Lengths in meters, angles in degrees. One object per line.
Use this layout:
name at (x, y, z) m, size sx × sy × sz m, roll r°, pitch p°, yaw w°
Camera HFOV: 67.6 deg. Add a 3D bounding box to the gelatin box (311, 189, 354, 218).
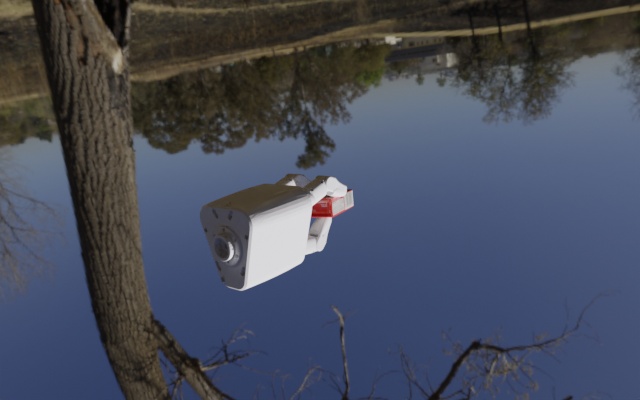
gelatin box at (0.000, 0.003, 0.716) m, size 0.073 × 0.030 × 0.089 m, roll 1°, pitch 11°, yaw 25°
